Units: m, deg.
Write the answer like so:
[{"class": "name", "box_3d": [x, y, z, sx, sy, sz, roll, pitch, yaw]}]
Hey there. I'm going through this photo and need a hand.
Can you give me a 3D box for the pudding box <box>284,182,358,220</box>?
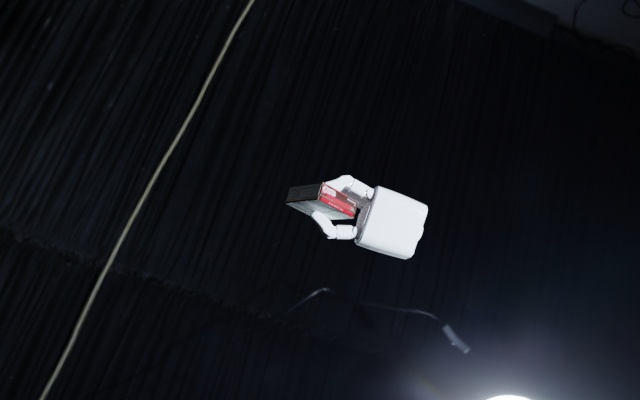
[{"class": "pudding box", "box_3d": [0.000, 0.003, 0.890, 0.090, 0.039, 0.113, 29, -22, -32]}]
